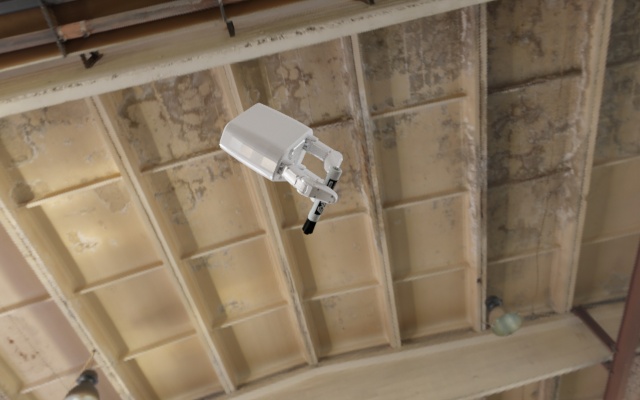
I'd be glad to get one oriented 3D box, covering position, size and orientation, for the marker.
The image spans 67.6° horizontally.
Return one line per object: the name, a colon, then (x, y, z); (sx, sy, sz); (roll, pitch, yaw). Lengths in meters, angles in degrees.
marker: (0.000, 0.002, 0.731); (0.020, 0.121, 0.020); (21, 25, -10)
